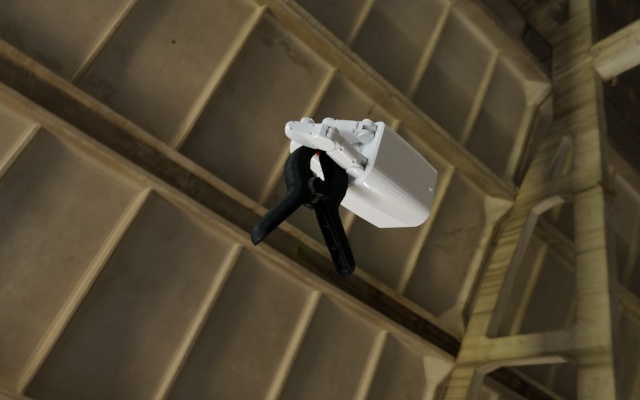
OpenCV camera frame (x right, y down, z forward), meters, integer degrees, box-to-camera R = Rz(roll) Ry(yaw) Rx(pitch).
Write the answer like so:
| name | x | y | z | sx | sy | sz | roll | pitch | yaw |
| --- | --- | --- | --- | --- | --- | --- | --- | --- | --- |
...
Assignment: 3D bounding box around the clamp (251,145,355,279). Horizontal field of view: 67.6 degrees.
| name | x | y | z | sx | sy | sz | roll | pitch | yaw |
| --- | --- | --- | --- | --- | --- | --- | --- | --- | --- |
| clamp | 0.000 | 0.002 | 0.532 | 0.120 | 0.171 | 0.039 | 35 | -36 | -22 |
